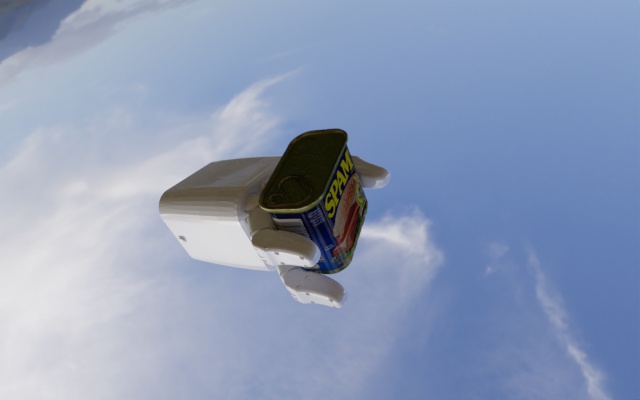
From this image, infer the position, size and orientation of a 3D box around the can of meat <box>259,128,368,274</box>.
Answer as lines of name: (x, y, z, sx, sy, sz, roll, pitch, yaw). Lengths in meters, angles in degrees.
can of meat: (0.000, 0.002, 0.419, 0.057, 0.084, 0.102, -2, 43, 26)
